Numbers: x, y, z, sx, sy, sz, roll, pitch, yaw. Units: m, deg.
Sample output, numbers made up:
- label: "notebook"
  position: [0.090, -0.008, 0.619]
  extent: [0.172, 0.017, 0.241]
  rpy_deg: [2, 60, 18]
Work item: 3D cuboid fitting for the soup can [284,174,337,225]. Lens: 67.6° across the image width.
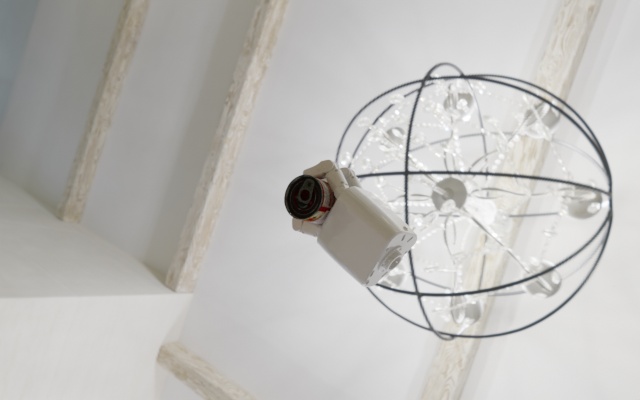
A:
- label: "soup can"
  position: [0.000, 0.002, 0.746]
  extent: [0.068, 0.068, 0.102]
  rpy_deg: [0, -9, 32]
